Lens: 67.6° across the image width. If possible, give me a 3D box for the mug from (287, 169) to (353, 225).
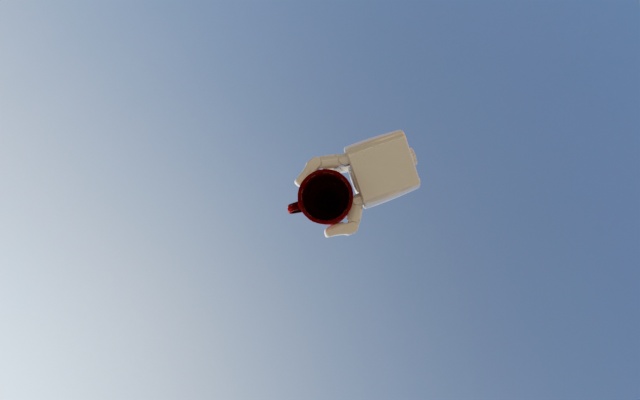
[{"bbox_3d":[-0.001,0.003,0.827,0.117,0.093,0.081,-18,-9,2],"label":"mug"}]
